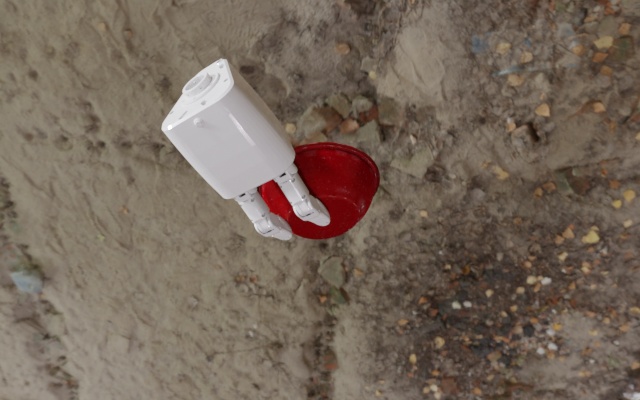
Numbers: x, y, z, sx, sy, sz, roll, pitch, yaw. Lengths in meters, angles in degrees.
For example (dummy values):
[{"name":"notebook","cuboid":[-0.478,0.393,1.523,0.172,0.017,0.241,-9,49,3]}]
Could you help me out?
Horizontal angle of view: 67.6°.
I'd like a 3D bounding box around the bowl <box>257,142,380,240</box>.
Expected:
[{"name":"bowl","cuboid":[0.001,0.003,0.605,0.162,0.055,0.162,-5,-38,-4]}]
